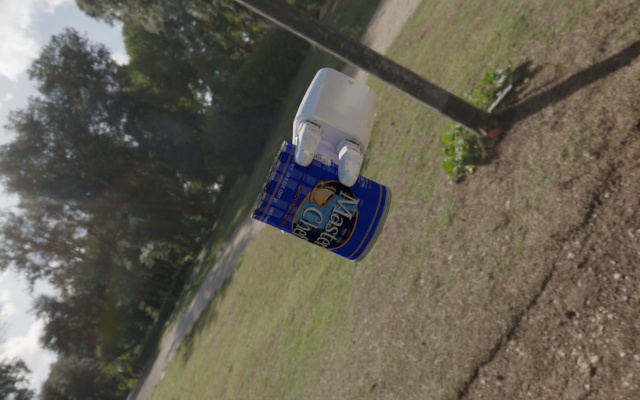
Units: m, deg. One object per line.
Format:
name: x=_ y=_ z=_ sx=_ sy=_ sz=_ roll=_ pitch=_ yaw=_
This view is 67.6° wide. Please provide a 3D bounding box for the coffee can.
coffee can: x=0.000 y=0.002 z=0.580 sx=0.140 sy=0.103 sz=0.103 roll=24 pitch=-4 yaw=-9
